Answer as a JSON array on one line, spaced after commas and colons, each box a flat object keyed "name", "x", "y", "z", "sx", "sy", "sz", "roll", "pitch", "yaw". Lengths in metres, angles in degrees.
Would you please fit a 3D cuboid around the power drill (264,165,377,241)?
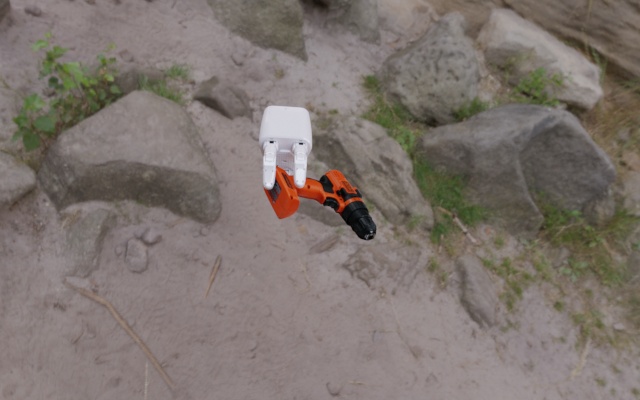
[{"name": "power drill", "x": 0.000, "y": 0.003, "z": 0.888, "sx": 0.187, "sy": 0.057, "sz": 0.184, "roll": 8, "pitch": 34, "yaw": -35}]
